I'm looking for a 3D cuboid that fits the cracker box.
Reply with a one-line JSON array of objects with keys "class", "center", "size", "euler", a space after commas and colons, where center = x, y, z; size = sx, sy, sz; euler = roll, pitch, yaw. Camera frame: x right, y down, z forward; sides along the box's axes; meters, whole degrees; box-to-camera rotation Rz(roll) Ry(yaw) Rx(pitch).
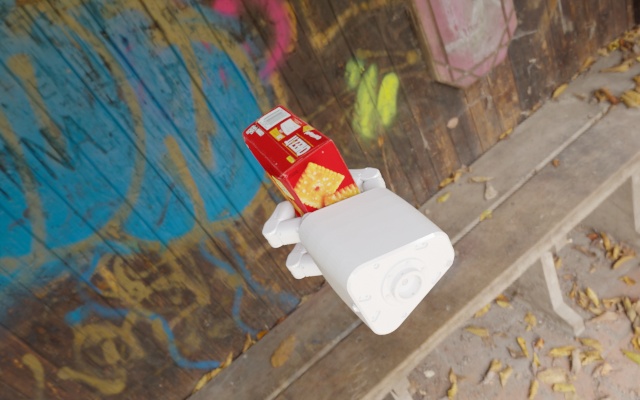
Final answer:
[{"class": "cracker box", "center": [0.000, 0.002, 0.595], "size": [0.072, 0.214, 0.164], "euler": [-35, 33, -7]}]
